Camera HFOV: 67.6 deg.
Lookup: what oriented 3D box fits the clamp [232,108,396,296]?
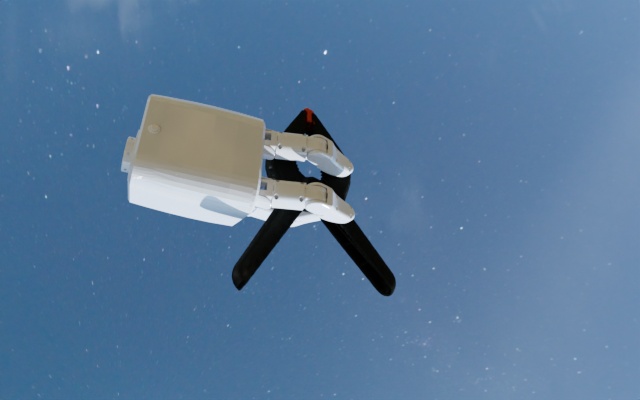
[{"bbox_3d":[0.000,0.001,0.487,0.164,0.209,0.036,14,-32,-22],"label":"clamp"}]
